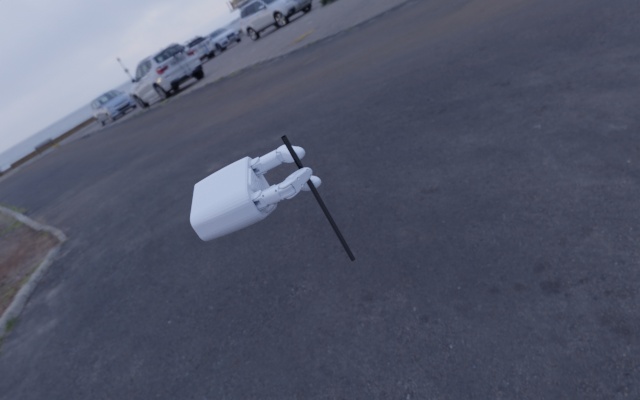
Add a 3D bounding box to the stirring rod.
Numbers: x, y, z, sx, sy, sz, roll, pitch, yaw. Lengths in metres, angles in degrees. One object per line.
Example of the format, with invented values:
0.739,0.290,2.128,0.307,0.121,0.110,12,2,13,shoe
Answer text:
0.000,0.003,0.748,0.011,0.240,0.011,-24,24,12,stirring rod
